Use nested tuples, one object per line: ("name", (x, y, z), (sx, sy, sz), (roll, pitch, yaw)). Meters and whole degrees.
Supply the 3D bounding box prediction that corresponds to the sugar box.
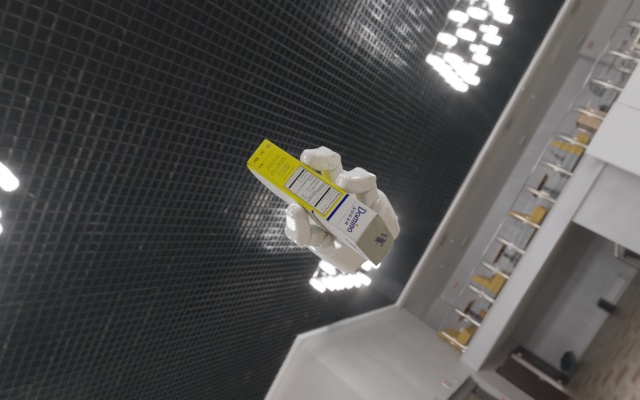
("sugar box", (0.000, 0.001, 0.558), (0.176, 0.048, 0.093), (32, -8, 28))
